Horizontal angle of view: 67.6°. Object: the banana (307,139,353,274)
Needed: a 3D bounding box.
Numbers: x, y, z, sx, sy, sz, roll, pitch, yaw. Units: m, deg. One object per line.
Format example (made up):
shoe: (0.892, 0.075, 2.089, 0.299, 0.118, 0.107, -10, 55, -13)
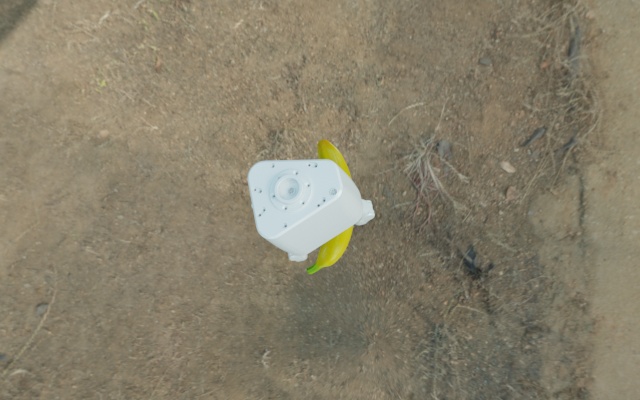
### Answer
banana: (0.017, 0.006, 0.673, 0.069, 0.197, 0.037, 1, -11, 25)
